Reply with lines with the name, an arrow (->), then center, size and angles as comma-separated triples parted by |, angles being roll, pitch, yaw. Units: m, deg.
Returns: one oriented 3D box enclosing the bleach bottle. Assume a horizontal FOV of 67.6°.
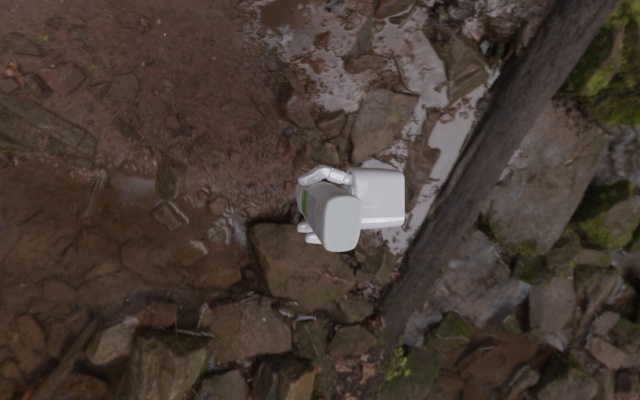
bleach bottle -> 0.000, 0.003, 0.891 | 0.068, 0.102, 0.250 | -1, 19, -18
